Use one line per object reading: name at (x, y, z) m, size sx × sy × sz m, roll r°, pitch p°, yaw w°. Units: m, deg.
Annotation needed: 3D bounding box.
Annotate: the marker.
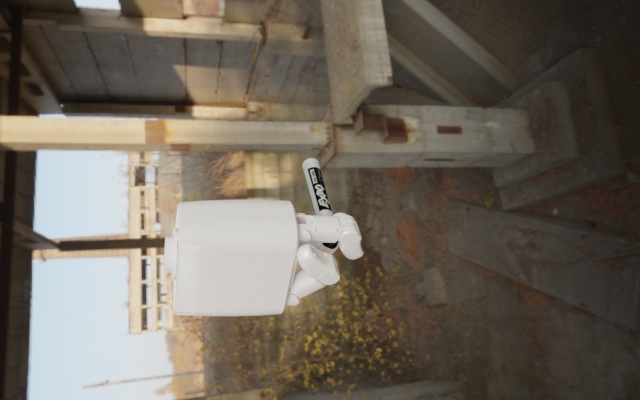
marker at (0.000, 0.002, 0.513) m, size 0.020 × 0.121 × 0.020 m, roll -9°, pitch -41°, yaw -8°
